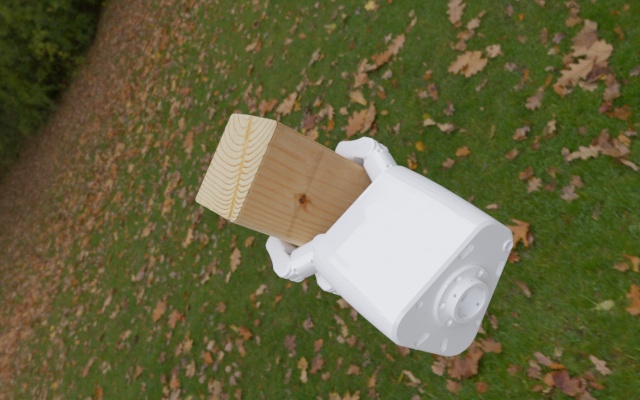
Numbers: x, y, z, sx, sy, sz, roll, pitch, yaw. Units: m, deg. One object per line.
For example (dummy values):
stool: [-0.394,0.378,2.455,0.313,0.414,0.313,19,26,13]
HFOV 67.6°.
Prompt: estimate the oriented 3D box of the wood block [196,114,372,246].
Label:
wood block: [0.000,0.001,0.471,0.206,0.091,0.090,24,-2,-37]
